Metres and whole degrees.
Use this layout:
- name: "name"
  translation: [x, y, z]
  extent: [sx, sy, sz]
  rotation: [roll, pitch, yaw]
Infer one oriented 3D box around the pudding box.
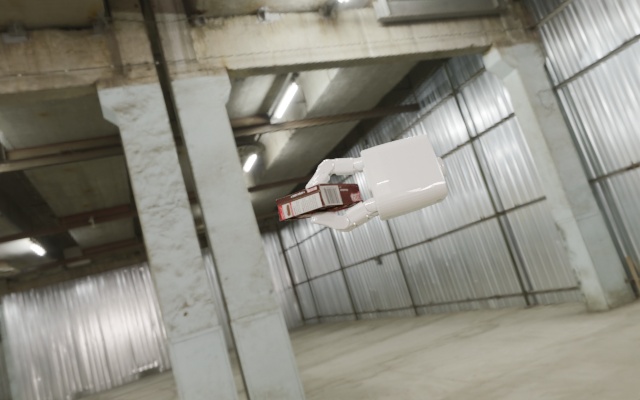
- name: "pudding box"
  translation: [0.000, 0.002, 0.750]
  extent: [0.090, 0.039, 0.113]
  rotation: [-20, -12, 34]
